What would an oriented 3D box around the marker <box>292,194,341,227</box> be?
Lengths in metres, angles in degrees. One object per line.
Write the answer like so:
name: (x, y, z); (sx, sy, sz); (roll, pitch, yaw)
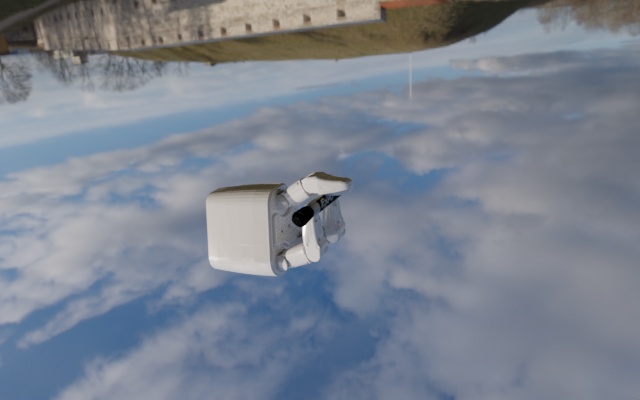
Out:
marker: (0.000, 0.002, 0.563); (0.020, 0.020, 0.121); (0, 20, 28)
